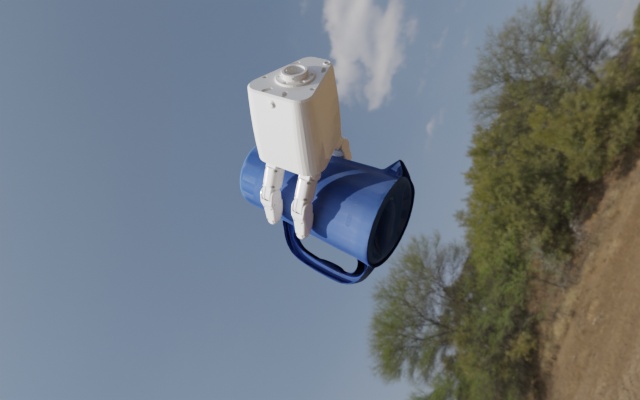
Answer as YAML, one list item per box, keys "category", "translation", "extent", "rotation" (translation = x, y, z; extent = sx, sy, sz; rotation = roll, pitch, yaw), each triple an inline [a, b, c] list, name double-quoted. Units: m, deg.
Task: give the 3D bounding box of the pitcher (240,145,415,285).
- category: "pitcher"
  translation: [0.000, 0.002, 0.698]
  extent: [0.243, 0.145, 0.149]
  rotation: [22, 51, 28]
